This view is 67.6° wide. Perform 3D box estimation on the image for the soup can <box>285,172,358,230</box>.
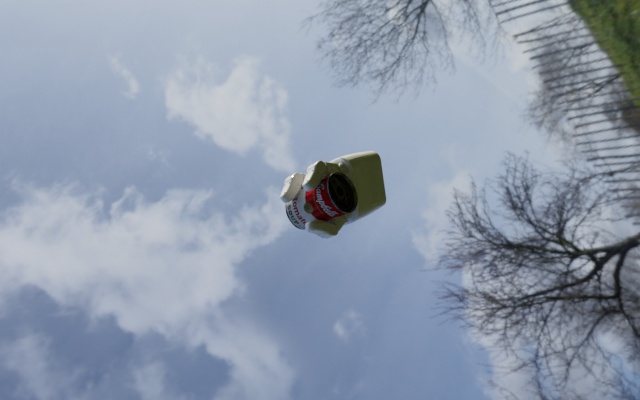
[{"bbox_3d":[0.000,0.003,0.775,0.102,0.068,0.068,-24,-16,40],"label":"soup can"}]
